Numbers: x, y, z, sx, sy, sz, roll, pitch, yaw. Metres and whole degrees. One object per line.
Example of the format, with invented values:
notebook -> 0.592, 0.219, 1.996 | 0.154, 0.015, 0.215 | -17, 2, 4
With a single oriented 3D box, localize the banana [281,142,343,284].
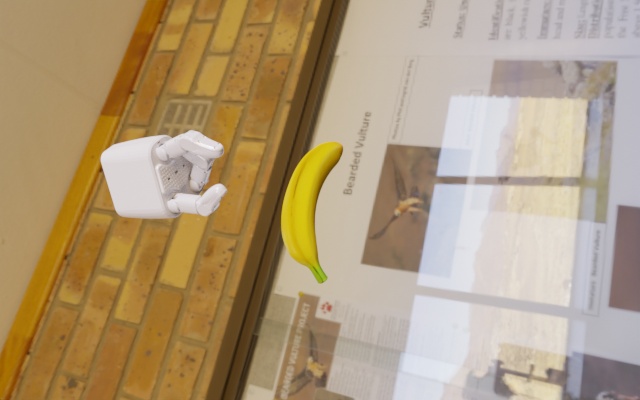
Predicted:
banana -> -0.011, -0.005, 0.559 | 0.037, 0.197, 0.070 | -13, -39, 32
